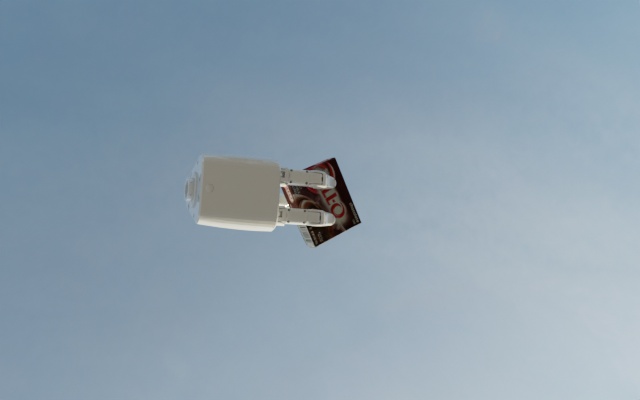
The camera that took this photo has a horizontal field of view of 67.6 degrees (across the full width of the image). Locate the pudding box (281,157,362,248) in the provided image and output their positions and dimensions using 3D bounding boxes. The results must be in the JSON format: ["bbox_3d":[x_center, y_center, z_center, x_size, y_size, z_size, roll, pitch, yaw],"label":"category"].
[{"bbox_3d":[0.000,0.002,0.725,0.090,0.113,0.039,-26,10,-25],"label":"pudding box"}]
